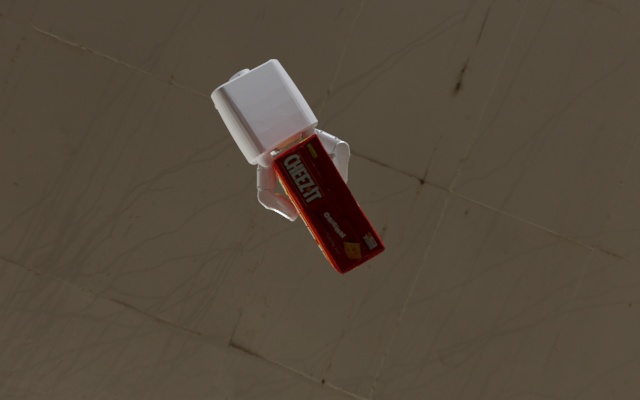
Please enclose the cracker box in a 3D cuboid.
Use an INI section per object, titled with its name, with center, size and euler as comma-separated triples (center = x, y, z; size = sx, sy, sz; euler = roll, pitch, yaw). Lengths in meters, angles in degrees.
[cracker box]
center = 0.000, 0.002, 0.666
size = 0.072, 0.164, 0.213
euler = -32, 5, -2
